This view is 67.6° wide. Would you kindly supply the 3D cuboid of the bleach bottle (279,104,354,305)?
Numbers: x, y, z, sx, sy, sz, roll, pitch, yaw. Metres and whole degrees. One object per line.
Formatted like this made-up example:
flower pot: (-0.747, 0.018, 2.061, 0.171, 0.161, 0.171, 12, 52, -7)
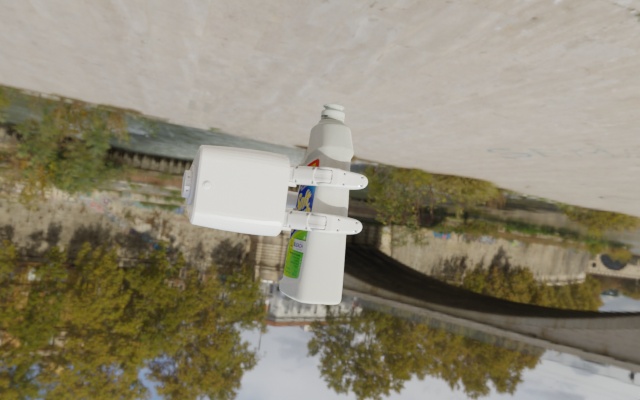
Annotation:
bleach bottle: (0.000, 0.002, 0.625, 0.068, 0.251, 0.102, 8, -3, -21)
